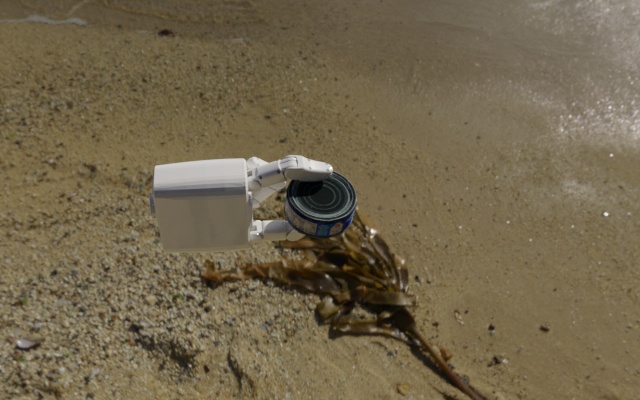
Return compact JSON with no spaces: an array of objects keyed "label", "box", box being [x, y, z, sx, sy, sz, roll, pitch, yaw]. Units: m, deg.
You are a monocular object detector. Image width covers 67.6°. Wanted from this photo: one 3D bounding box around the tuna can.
[{"label":"tuna can","box":[0.000,0.001,0.573,0.086,0.086,0.034,0,-40,-11]}]
